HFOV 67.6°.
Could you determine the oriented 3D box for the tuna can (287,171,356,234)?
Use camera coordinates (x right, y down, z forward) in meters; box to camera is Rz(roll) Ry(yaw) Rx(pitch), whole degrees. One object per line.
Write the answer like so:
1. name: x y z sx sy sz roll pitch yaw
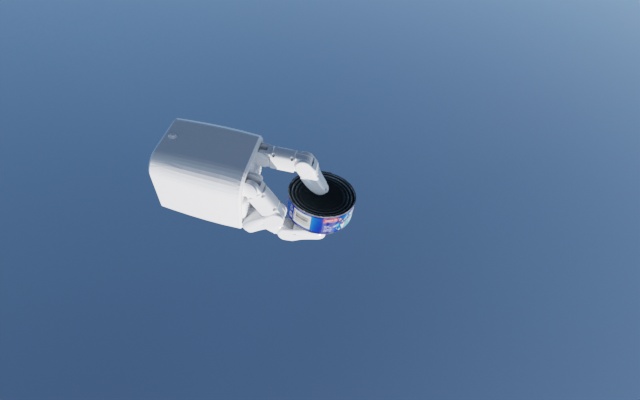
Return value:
1. tuna can: 0.000 0.002 0.605 0.086 0.034 0.086 6 42 -5
